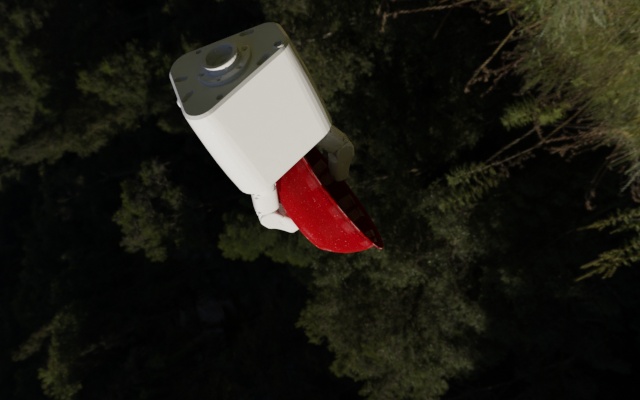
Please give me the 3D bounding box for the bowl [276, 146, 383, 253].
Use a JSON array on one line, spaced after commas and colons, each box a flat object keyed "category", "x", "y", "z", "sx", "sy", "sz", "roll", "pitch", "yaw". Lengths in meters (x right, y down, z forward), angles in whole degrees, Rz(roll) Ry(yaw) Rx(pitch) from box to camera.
[{"category": "bowl", "x": 0.001, "y": 0.003, "z": 0.528, "sx": 0.055, "sy": 0.162, "sz": 0.162, "roll": -38, "pitch": -8, "yaw": 10}]
